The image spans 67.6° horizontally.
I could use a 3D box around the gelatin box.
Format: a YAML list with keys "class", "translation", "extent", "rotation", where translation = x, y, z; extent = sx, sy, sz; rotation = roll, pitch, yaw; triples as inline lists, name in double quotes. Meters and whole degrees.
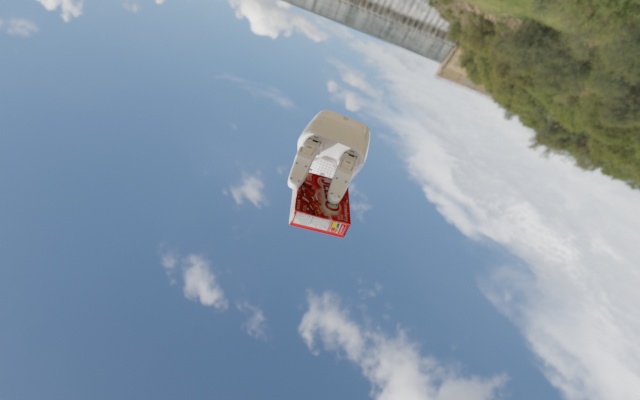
- class: "gelatin box"
  translation: [0.000, 0.003, 0.622]
  extent: [0.073, 0.030, 0.089]
  rotation: [15, 38, -10]
